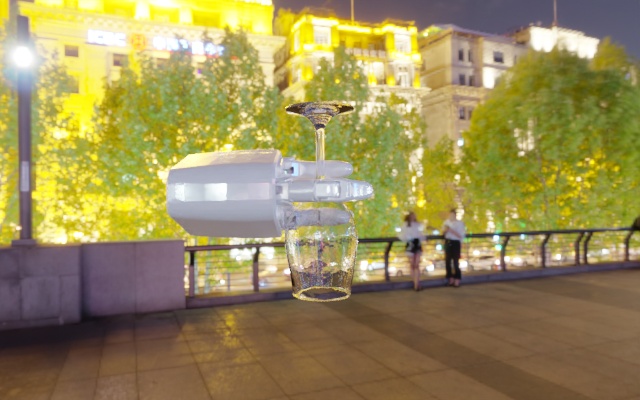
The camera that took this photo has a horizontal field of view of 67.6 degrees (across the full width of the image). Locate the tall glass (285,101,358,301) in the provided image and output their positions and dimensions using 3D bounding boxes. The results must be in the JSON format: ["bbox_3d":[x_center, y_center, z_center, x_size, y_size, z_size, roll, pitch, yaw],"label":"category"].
[{"bbox_3d":[0.000,0.001,0.509,0.079,0.201,0.079,-1,-1,0],"label":"tall glass"}]
